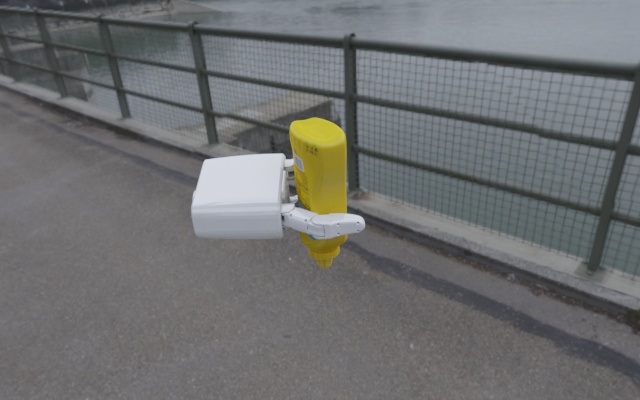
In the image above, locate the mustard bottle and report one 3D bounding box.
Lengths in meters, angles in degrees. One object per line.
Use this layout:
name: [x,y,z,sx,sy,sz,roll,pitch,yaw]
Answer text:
mustard bottle: [0.000,0.002,0.591,0.058,0.192,0.096,-14,30,-19]
